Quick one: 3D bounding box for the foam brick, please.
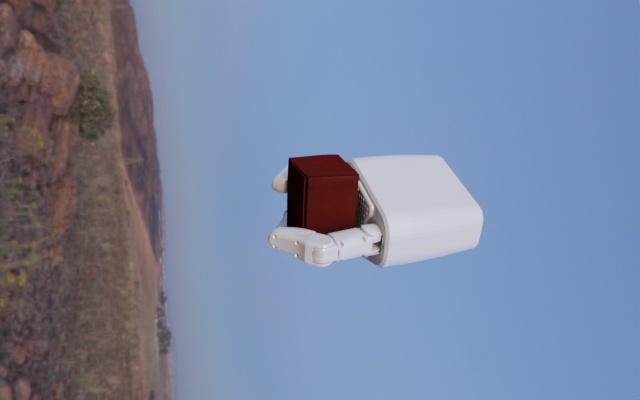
[{"bbox_3d":[0.000,0.001,0.446,0.051,0.078,0.053,-7,28,-19],"label":"foam brick"}]
